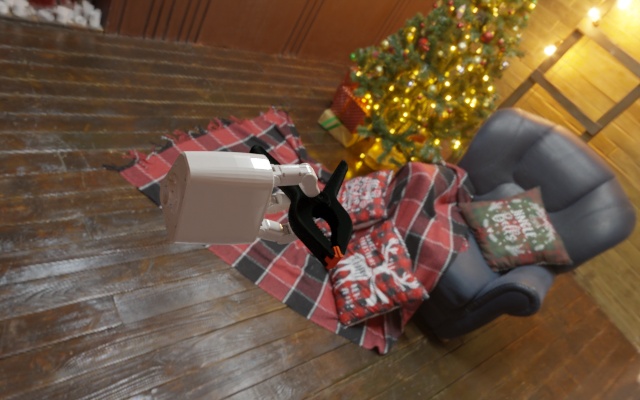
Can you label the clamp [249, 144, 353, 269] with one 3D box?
[{"bbox_3d":[0.000,0.002,0.682,0.164,0.209,0.036,0,-41,-33],"label":"clamp"}]
